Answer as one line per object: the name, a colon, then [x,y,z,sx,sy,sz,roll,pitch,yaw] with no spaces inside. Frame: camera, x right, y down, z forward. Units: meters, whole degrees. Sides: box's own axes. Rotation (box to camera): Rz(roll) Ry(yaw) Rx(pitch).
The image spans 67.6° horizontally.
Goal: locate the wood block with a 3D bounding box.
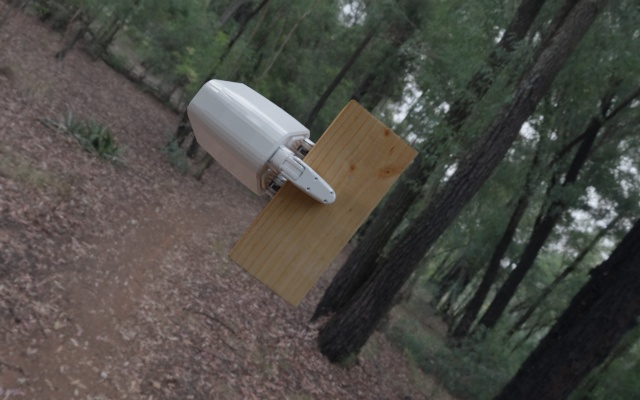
wood block: [0.000,0.001,0.531,0.090,0.206,0.091,38,0,-6]
